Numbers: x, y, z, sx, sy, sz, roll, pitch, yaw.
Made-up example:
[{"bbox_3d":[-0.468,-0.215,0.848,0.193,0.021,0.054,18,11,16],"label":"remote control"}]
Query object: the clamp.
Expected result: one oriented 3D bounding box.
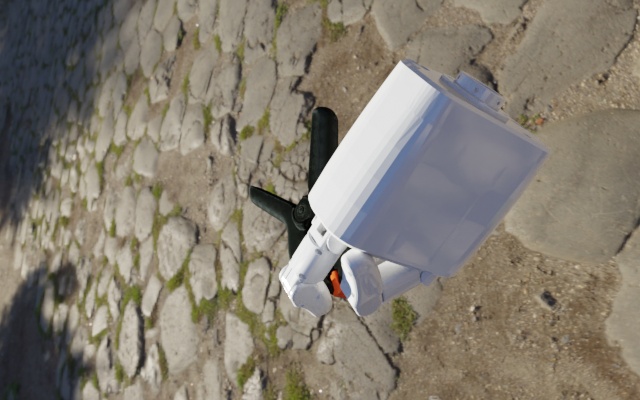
[{"bbox_3d":[0.000,0.001,0.402,0.039,0.120,0.171,9,33,-41],"label":"clamp"}]
